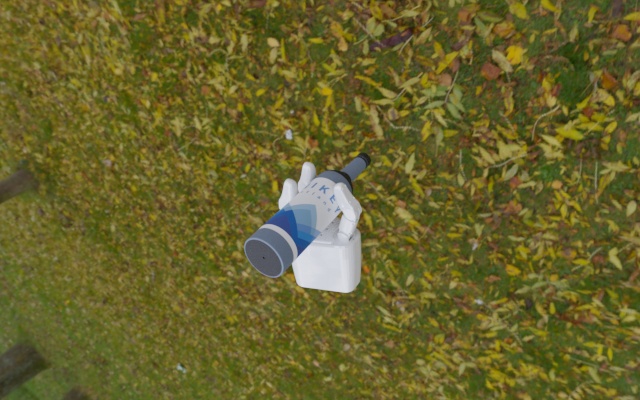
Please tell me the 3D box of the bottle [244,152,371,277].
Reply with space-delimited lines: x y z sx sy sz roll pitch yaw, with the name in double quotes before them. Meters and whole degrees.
"bottle" 0.000 0.002 0.743 0.069 0.069 0.295 0 31 38
